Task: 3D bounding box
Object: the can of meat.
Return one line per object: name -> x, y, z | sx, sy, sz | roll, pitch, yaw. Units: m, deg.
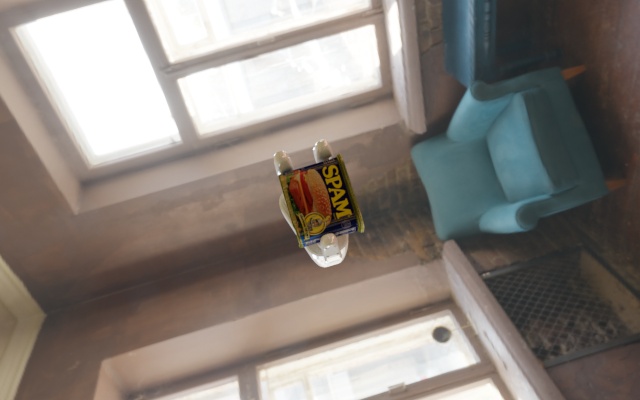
can of meat -> 0.000, 0.002, 0.605 | 0.084, 0.102, 0.057 | -17, -15, -2
